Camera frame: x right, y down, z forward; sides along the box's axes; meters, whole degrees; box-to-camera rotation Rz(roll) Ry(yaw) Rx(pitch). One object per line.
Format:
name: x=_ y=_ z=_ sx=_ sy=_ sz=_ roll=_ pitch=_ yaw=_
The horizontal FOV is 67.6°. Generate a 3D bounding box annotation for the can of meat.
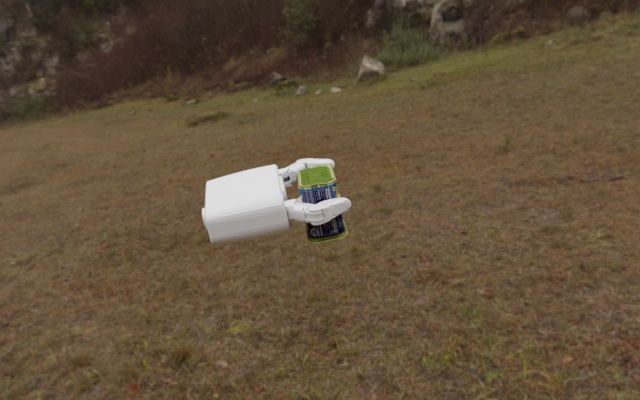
can of meat: x=0.000 y=0.002 z=0.676 sx=0.057 sy=0.084 sz=0.102 roll=-11 pitch=19 yaw=-1
